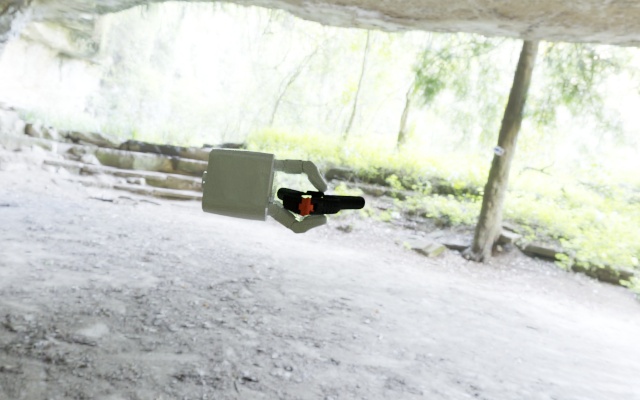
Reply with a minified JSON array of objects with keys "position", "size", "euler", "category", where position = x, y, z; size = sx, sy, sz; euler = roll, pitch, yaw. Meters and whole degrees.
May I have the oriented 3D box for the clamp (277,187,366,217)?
[{"position":[0.000,0.002,0.796],"size":[0.164,0.036,0.210],"euler":[5,5,0],"category":"clamp"}]
